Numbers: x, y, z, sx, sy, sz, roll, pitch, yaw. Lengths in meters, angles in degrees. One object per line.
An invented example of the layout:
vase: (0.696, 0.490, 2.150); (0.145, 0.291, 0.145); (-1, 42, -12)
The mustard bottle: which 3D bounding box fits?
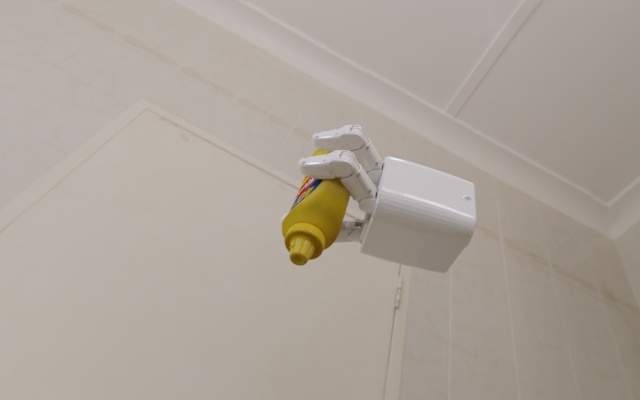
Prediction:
mustard bottle: (0.000, 0.001, 0.537); (0.058, 0.191, 0.096); (35, -52, -12)
